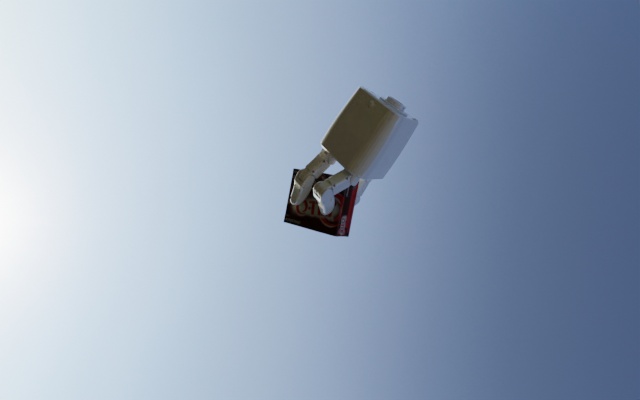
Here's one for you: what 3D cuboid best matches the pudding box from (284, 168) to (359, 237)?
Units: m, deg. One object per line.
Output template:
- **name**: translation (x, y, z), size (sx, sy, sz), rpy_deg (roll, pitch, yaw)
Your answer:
- **pudding box**: translation (0.000, 0.002, 0.747), size (0.113, 0.090, 0.039), rpy_deg (12, 2, 41)
